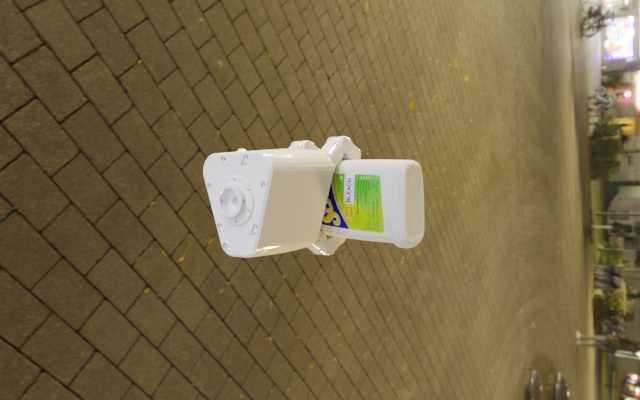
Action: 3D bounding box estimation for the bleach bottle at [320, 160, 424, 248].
[{"bbox_3d":[0.000,0.002,0.600,0.251,0.102,0.068,0,4,33],"label":"bleach bottle"}]
